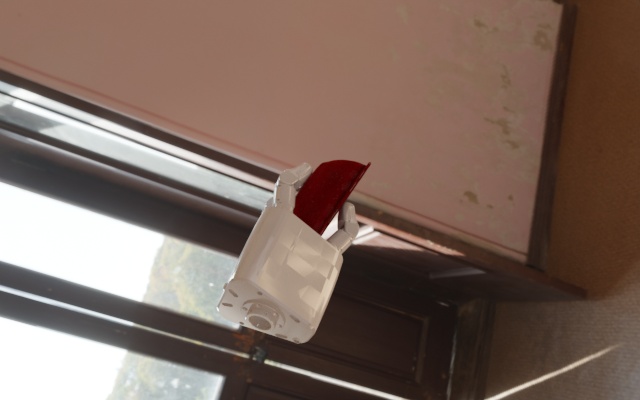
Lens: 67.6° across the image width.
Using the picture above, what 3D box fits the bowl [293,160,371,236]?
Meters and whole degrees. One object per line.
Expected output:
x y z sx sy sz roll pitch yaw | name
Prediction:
0.000 0.001 0.635 0.055 0.162 0.162 35 2 3 | bowl
